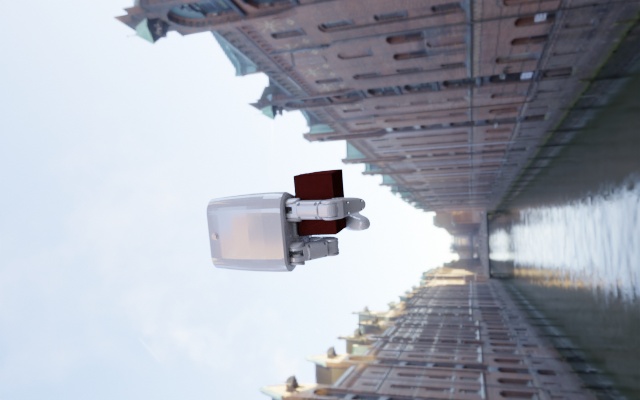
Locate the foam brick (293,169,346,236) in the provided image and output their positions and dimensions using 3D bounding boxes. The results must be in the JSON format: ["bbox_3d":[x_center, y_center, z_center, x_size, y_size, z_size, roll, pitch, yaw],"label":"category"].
[{"bbox_3d":[0.000,0.002,0.601,0.051,0.078,0.053,-2,7,18],"label":"foam brick"}]
